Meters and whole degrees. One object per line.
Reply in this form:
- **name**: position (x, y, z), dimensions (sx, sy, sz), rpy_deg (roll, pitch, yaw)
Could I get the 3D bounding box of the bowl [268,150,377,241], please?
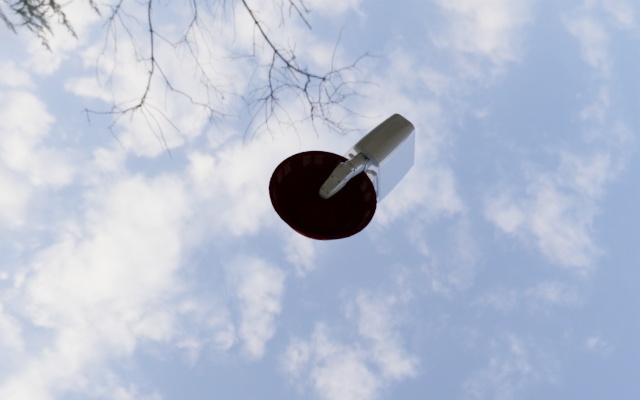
- **bowl**: position (-0.001, 0.003, 0.718), dimensions (0.162, 0.162, 0.055), rpy_deg (0, -35, -14)
